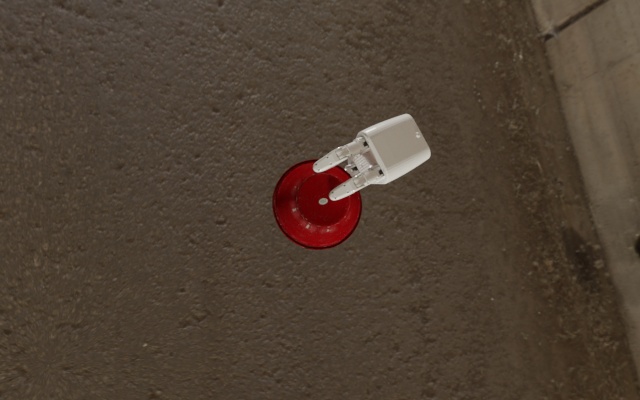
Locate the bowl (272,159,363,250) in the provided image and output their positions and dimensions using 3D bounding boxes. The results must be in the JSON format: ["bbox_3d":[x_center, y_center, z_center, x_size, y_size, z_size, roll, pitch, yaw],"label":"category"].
[{"bbox_3d":[-0.001,0.003,0.814,0.162,0.162,0.055,0,-8,-11],"label":"bowl"}]
